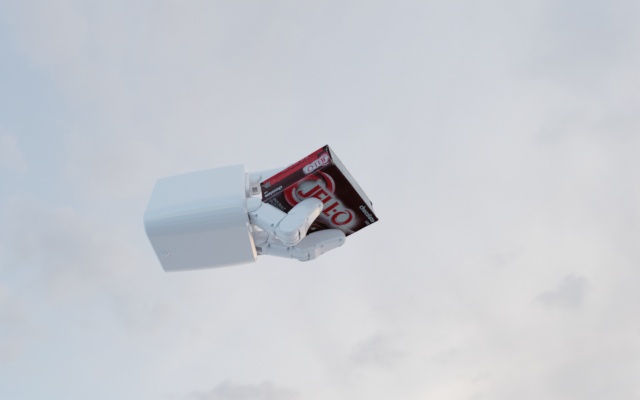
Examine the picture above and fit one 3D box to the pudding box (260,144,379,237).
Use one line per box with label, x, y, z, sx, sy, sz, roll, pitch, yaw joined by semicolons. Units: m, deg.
pudding box;0.000;0.002;0.537;0.090;0.039;0.113;-28;-45;16
